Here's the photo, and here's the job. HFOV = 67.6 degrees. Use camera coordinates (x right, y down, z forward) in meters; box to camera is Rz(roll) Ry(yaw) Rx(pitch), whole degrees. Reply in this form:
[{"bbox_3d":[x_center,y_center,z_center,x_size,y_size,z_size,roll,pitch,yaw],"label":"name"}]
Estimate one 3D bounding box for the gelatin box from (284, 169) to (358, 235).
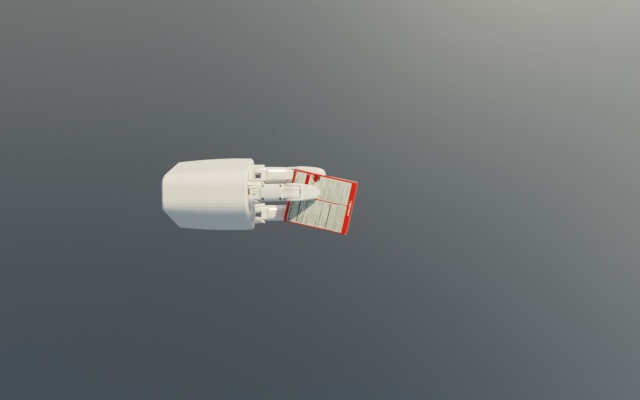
[{"bbox_3d":[0.000,0.002,0.653,0.089,0.073,0.030,12,-1,2],"label":"gelatin box"}]
